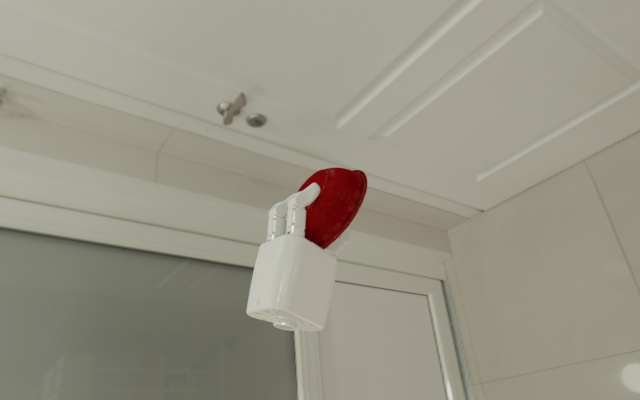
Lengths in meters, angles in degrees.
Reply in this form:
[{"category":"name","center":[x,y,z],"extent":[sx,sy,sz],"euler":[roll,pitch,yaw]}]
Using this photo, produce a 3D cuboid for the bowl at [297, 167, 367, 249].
[{"category":"bowl","center":[0.000,0.001,0.767],"extent":[0.055,0.162,0.162],"euler":[37,-16,-21]}]
